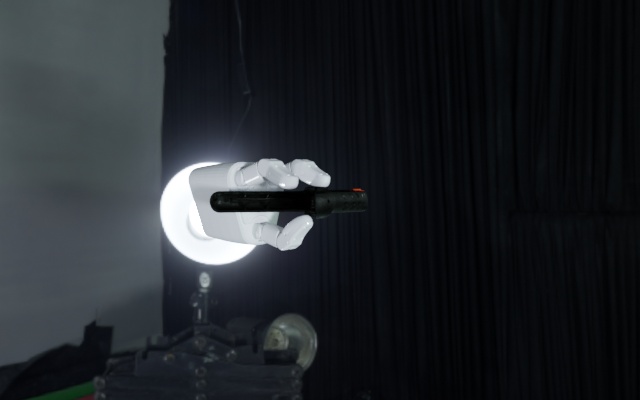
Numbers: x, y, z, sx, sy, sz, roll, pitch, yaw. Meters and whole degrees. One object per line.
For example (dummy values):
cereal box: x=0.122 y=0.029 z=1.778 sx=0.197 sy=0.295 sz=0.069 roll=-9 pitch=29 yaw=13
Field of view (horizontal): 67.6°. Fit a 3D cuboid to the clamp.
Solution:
clamp: x=0.000 y=0.003 z=0.569 sx=0.164 sy=0.036 sz=0.210 roll=4 pitch=4 yaw=44
